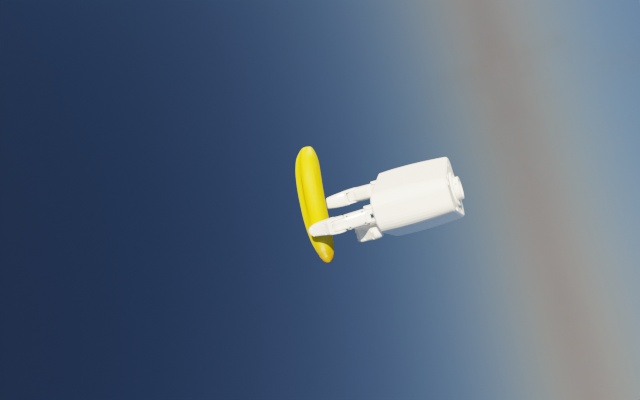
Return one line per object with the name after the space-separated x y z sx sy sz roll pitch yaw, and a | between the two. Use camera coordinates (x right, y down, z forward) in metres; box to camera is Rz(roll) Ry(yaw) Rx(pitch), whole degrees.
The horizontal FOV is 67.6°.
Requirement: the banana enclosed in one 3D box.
-0.008 -0.006 0.732 0.037 0.197 0.070 -16 -21 21 | banana
